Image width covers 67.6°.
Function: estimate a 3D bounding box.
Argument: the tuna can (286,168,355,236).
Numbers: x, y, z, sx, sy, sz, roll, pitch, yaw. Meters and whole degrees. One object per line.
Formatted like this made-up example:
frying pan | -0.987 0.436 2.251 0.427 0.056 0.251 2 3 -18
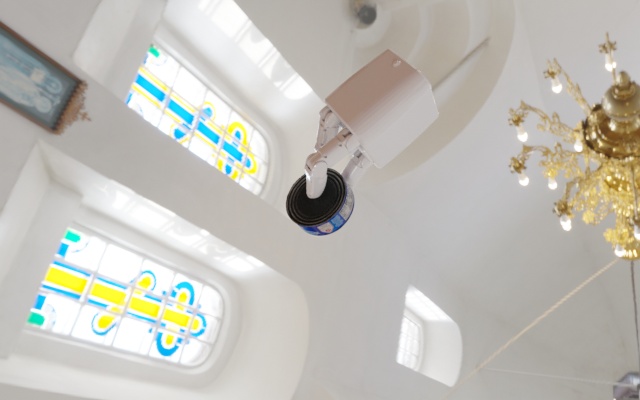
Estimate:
tuna can | 0.000 0.002 0.619 0.086 0.086 0.034 0 -28 30
